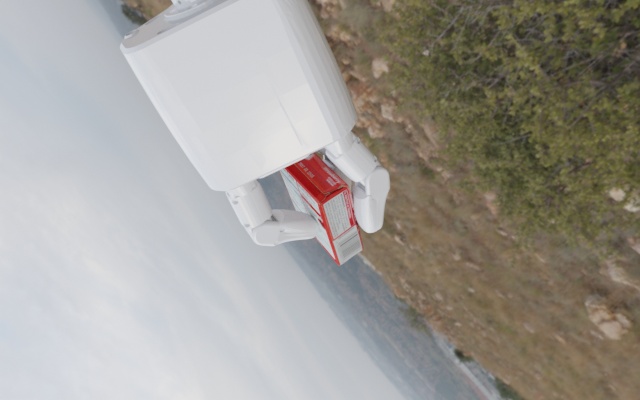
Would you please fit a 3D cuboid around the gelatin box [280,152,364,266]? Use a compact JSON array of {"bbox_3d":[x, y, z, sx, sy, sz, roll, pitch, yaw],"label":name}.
[{"bbox_3d":[0.000,0.002,0.403,0.030,0.089,0.073,-32,49,-13],"label":"gelatin box"}]
